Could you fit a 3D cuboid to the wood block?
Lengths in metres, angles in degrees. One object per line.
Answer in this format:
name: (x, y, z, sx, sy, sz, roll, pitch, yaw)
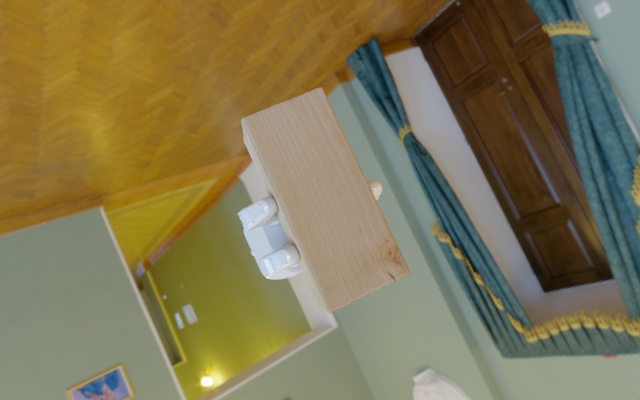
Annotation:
wood block: (0.000, 0.002, 0.504, 0.091, 0.206, 0.090, -24, -6, -10)
